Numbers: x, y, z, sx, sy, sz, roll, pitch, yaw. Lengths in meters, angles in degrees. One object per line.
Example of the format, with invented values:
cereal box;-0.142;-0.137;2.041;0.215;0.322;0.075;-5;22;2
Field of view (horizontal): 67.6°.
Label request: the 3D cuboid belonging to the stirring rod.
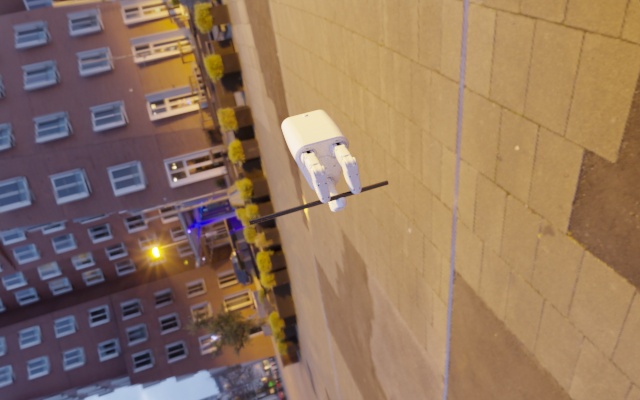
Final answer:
stirring rod;0.000;0.003;0.784;0.239;0.011;0.011;-16;3;-11
